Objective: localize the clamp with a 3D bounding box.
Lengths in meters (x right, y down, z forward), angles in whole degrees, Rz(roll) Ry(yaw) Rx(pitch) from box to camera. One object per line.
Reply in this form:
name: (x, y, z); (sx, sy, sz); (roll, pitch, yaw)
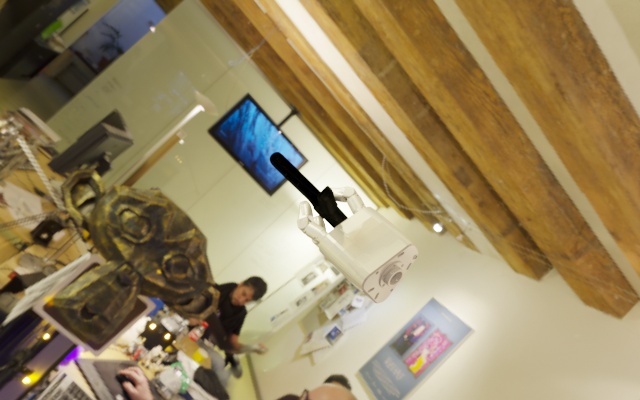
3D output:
clamp: (0.001, 0.002, 0.823); (0.164, 0.036, 0.210); (39, -8, 39)
